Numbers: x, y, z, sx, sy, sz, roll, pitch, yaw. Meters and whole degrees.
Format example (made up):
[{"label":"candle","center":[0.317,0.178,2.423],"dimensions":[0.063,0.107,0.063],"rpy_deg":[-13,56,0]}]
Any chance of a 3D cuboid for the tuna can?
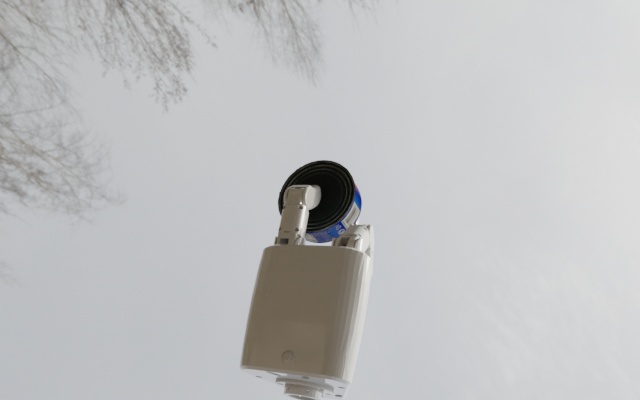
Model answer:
[{"label":"tuna can","center":[0.000,0.002,0.511],"dimensions":[0.086,0.086,0.034],"rpy_deg":[0,-28,22]}]
